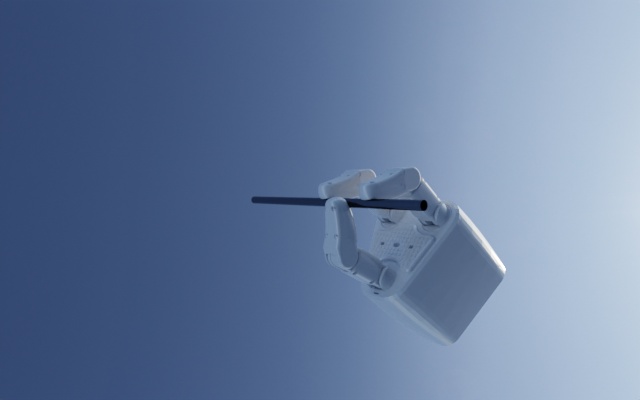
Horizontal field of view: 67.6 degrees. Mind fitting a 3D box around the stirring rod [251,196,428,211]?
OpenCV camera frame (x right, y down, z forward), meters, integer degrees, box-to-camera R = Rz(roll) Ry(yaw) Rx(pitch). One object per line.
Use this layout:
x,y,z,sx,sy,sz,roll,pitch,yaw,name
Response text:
0.000,0.002,0.433,0.011,0.011,0.239,0,1,-37,stirring rod
